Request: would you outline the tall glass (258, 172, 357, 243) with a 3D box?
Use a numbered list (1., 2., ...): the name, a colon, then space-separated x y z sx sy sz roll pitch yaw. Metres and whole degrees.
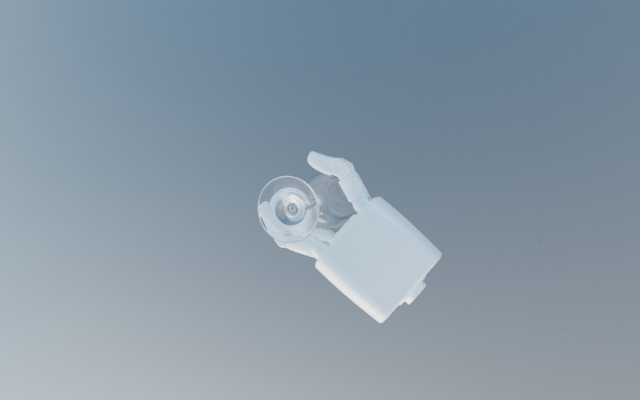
1. tall glass: 0.000 0.002 0.613 0.079 0.079 0.201 0 5 21
